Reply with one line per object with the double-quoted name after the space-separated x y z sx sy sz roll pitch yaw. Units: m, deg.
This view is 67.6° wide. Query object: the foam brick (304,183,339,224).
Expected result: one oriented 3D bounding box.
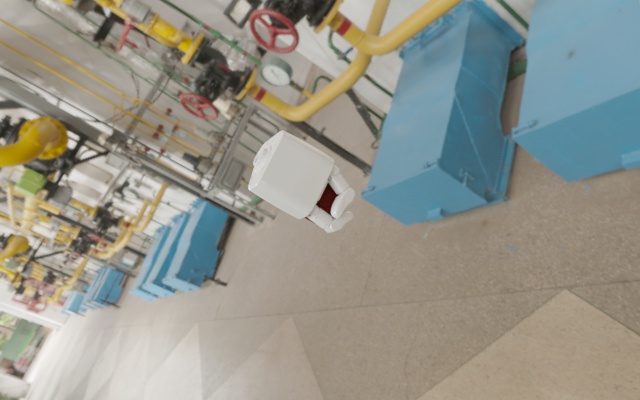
0.000 0.003 0.856 0.051 0.053 0.078 29 -27 -23 "foam brick"
